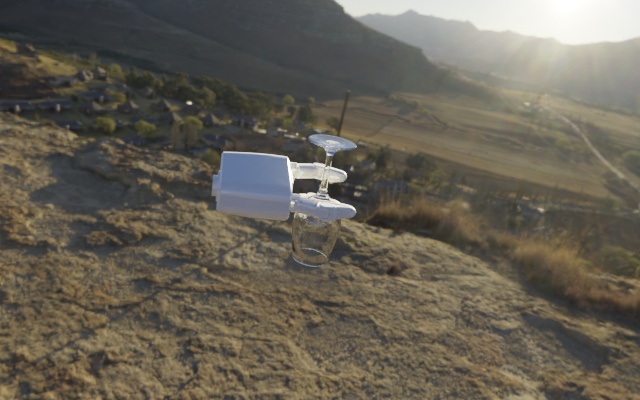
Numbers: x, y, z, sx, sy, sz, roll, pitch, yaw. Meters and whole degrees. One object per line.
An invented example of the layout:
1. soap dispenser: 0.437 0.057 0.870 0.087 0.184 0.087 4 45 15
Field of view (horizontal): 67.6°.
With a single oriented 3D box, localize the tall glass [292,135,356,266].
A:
1. tall glass: 0.000 0.002 0.757 0.079 0.201 0.079 9 21 -4
